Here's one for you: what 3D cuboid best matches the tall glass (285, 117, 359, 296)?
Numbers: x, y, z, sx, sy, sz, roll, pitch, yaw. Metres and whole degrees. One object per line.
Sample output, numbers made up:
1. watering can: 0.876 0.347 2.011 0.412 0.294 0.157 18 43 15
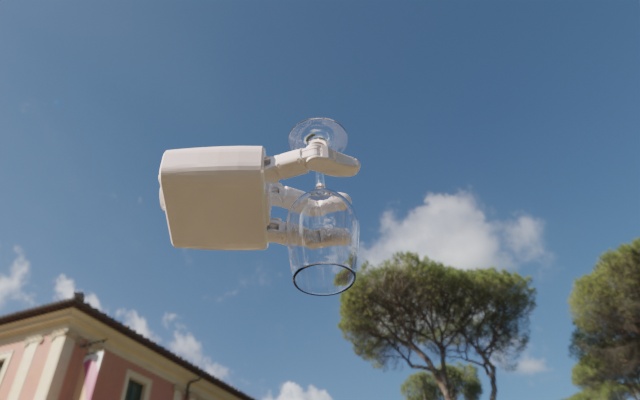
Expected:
1. tall glass: 0.000 0.001 0.527 0.079 0.200 0.079 -2 -40 -2
